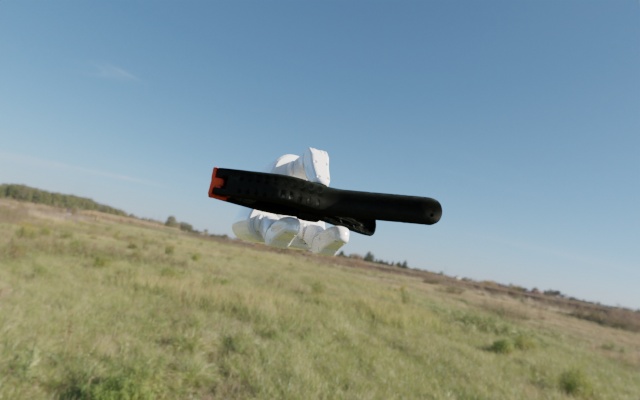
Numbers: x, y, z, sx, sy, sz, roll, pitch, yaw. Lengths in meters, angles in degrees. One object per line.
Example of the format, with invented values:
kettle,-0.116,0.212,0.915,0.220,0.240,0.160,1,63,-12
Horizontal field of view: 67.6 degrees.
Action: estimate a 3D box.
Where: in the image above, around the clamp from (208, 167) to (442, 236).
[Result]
clamp,0.000,0.001,0.467,0.210,0.036,0.164,13,-13,-21
